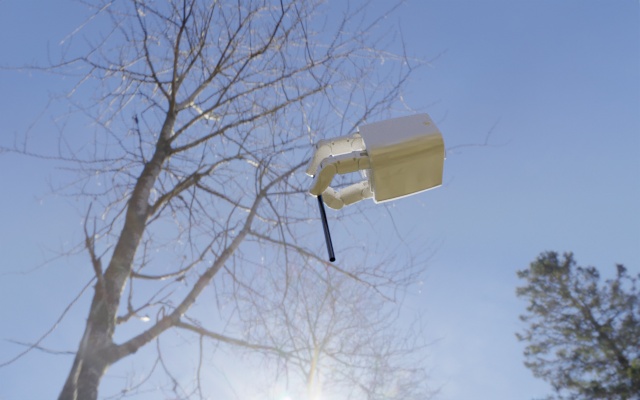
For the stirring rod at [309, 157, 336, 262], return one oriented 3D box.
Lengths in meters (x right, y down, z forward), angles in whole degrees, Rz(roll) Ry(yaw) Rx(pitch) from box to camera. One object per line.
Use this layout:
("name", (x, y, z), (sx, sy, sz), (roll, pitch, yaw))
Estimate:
("stirring rod", (0.000, 0.002, 0.671), (0.011, 0.011, 0.239), (0, 35, -8))
